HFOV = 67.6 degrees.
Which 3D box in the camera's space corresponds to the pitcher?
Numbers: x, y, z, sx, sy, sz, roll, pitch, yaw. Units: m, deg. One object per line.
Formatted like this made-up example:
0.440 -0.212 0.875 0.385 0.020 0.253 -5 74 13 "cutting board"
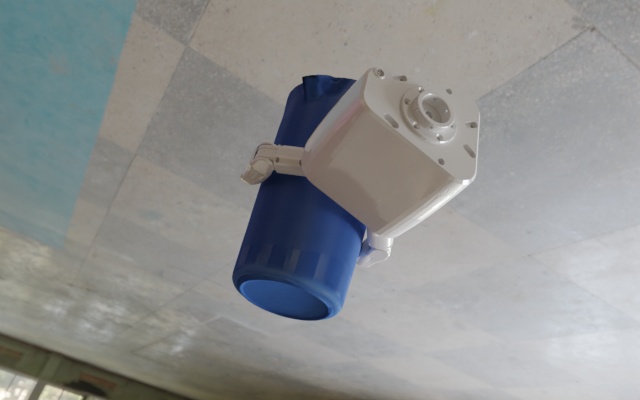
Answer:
0.000 0.002 0.513 0.149 0.242 0.145 25 -33 -13 "pitcher"
